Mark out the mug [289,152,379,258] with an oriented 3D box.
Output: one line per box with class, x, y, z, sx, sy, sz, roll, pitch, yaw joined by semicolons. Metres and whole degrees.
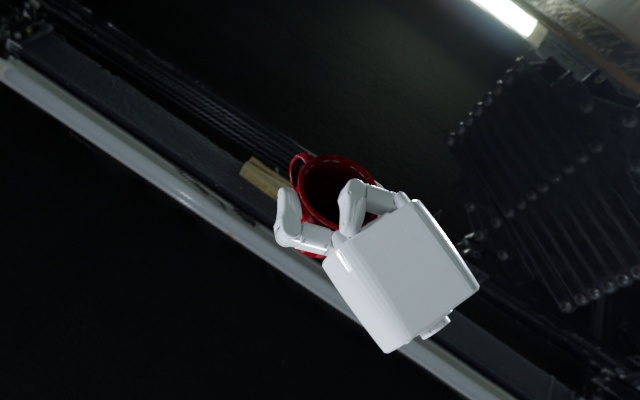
mug;-0.001;0.001;0.523;0.093;0.117;0.081;-24;-19;-35
